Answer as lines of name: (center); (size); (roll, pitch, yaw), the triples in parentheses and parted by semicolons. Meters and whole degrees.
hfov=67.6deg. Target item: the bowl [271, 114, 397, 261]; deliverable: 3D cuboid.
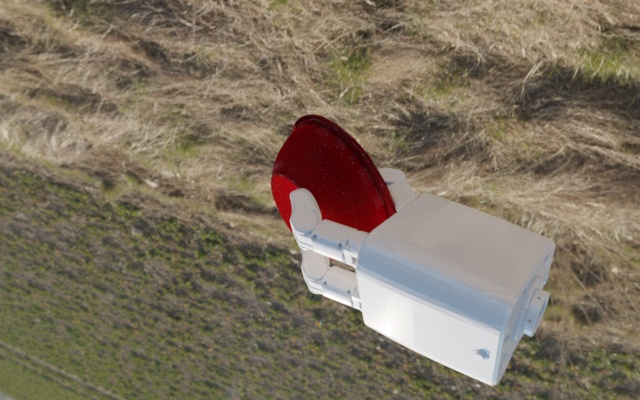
bowl: (-0.001, 0.001, 0.463); (0.055, 0.162, 0.162); (-32, 14, -23)
